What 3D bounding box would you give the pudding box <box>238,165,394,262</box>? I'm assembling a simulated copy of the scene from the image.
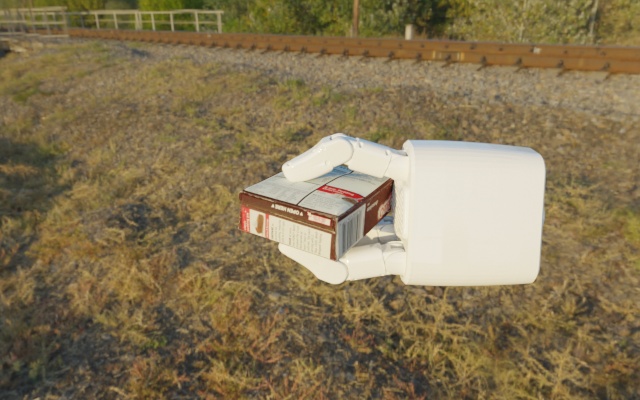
[{"bbox_3d":[0.000,0.001,0.400,0.090,0.039,0.113,14,24,25],"label":"pudding box"}]
